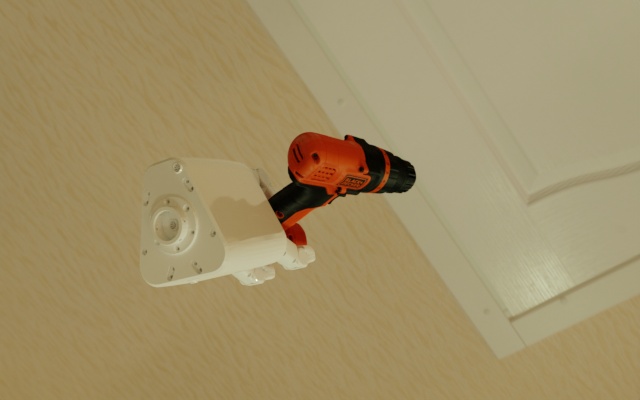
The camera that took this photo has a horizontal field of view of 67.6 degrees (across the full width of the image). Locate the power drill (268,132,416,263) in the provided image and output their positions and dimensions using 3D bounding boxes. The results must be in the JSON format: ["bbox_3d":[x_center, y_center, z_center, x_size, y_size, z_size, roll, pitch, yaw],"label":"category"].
[{"bbox_3d":[0.000,0.002,0.545,0.184,0.057,0.188,10,-43,-44],"label":"power drill"}]
